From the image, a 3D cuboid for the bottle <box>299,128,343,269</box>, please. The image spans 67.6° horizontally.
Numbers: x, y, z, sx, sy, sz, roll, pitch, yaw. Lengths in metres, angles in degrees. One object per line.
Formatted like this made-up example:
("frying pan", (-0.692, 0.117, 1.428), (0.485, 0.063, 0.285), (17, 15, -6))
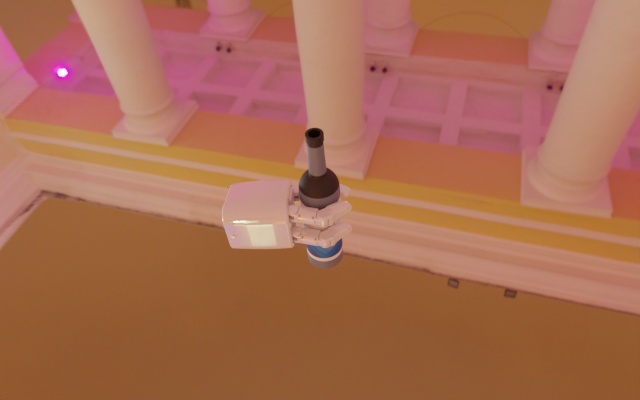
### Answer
("bottle", (0.000, 0.003, 0.792), (0.069, 0.069, 0.296), (0, -42, 5))
